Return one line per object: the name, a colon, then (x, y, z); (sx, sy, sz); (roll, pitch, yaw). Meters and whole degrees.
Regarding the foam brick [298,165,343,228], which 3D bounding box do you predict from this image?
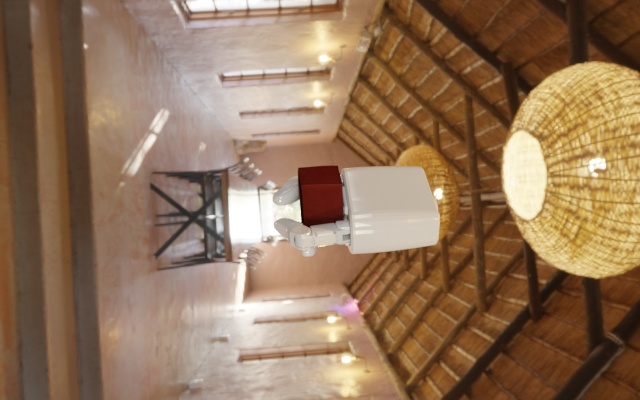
foam brick: (0.000, 0.002, 0.585); (0.051, 0.078, 0.053); (-4, 28, -2)
